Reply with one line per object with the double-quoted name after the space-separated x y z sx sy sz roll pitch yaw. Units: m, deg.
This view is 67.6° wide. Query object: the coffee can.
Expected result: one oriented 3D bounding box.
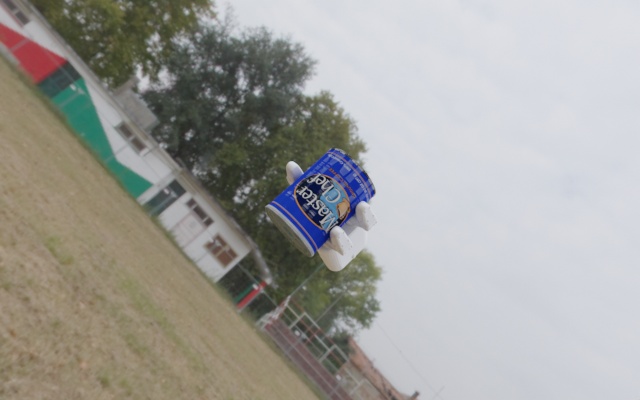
0.000 0.002 0.733 0.140 0.103 0.103 -43 12 -13 "coffee can"
